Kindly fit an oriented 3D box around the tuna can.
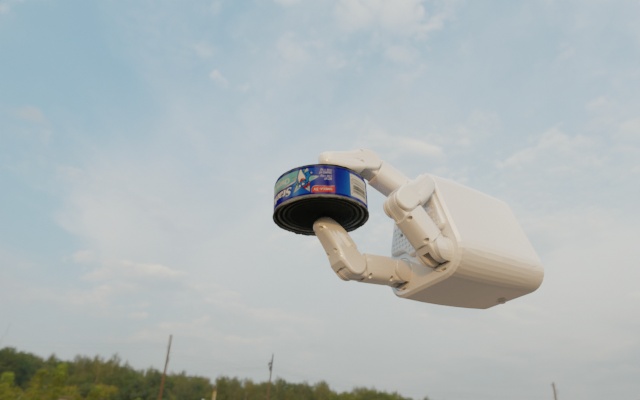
[{"bbox_3d":[0.000,0.001,0.431,0.086,0.033,0.086,-1,-26,0],"label":"tuna can"}]
